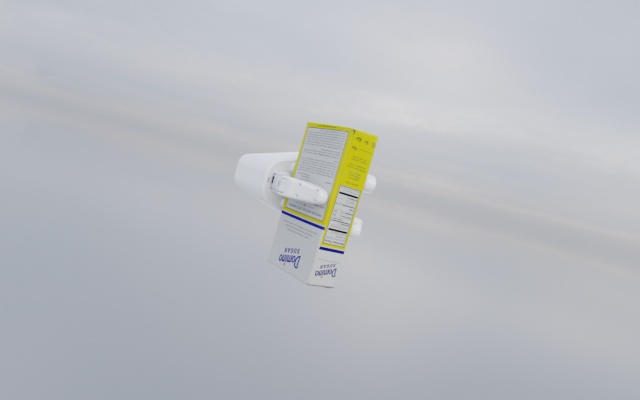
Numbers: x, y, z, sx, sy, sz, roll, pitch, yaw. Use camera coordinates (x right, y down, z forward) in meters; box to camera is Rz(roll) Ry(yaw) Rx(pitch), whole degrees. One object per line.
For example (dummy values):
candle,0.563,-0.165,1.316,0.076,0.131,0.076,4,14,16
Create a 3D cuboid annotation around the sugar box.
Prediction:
sugar box,0.000,0.002,0.550,0.048,0.176,0.093,12,5,-36
